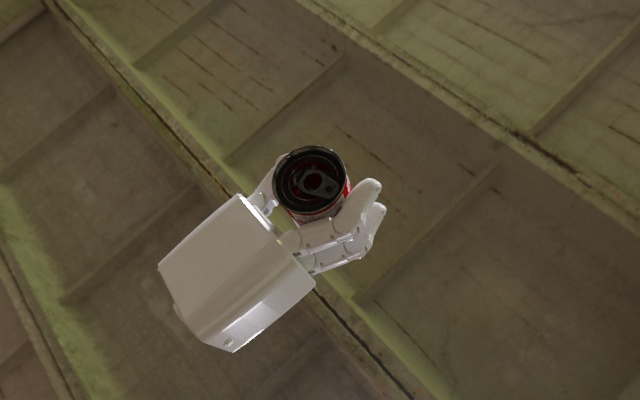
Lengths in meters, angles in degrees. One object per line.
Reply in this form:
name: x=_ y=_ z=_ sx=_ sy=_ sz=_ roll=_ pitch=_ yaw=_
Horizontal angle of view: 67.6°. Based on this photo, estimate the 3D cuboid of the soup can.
soup can: x=0.000 y=0.001 z=0.466 sx=0.068 sy=0.068 sz=0.102 roll=0 pitch=-25 yaw=14
